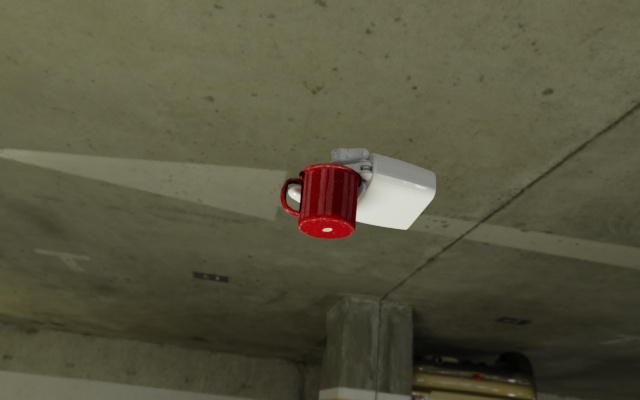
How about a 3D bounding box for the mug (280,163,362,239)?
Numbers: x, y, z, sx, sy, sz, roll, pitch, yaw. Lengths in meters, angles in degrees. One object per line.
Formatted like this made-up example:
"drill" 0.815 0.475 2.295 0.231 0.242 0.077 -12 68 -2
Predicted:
"mug" -0.001 0.002 0.678 0.117 0.081 0.093 13 -26 -16
